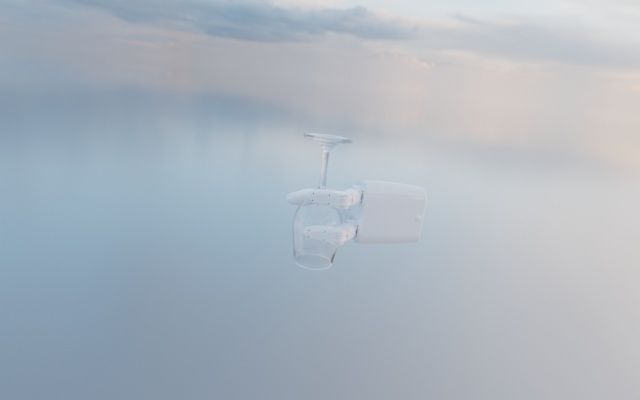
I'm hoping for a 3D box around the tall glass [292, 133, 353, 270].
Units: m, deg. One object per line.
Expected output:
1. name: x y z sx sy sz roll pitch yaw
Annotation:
1. tall glass: 0.000 0.002 0.732 0.079 0.201 0.079 7 14 -2
